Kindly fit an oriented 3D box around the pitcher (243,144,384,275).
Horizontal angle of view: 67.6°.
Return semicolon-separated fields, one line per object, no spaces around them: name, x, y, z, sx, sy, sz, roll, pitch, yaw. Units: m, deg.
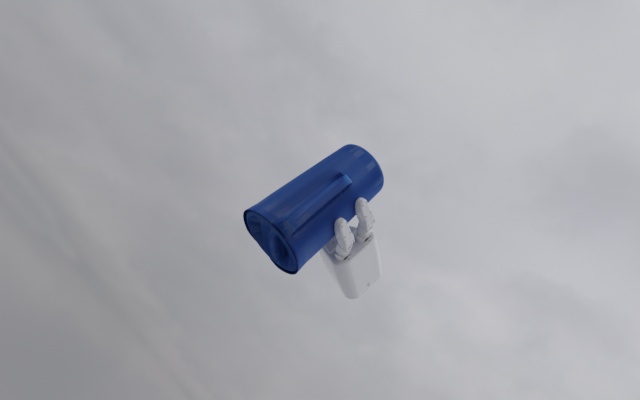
pitcher;0.000;0.003;0.823;0.242;0.145;0.149;-39;42;-26
